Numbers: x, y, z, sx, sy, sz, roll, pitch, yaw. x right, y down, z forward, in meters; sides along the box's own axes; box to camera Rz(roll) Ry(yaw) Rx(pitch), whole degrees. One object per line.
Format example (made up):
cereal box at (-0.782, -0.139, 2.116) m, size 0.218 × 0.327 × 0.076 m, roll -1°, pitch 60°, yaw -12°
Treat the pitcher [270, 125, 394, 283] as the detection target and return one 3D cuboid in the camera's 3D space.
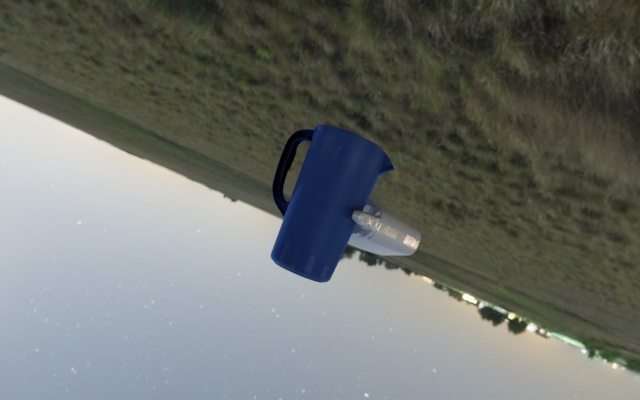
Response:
pitcher at (0.000, 0.003, 0.797) m, size 0.145 × 0.243 × 0.149 m, roll 24°, pitch -3°, yaw -30°
